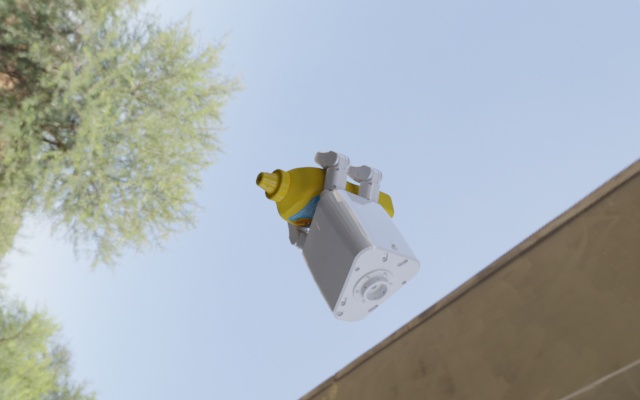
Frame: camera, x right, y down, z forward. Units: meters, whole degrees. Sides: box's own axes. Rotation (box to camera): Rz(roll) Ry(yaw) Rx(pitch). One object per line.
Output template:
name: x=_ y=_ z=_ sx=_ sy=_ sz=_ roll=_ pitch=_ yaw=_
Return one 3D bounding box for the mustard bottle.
mustard bottle: x=0.000 y=0.002 z=0.633 sx=0.192 sy=0.058 sz=0.096 roll=20 pitch=-42 yaw=-34
